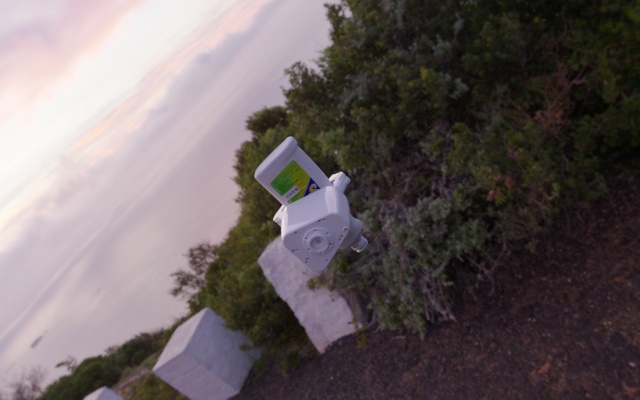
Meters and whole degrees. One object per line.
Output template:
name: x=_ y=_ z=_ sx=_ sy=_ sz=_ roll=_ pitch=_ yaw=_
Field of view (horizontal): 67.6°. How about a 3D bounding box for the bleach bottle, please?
bleach bottle: x=0.000 y=0.003 z=0.892 sx=0.251 sy=0.102 sz=0.068 roll=43 pitch=16 yaw=-17
